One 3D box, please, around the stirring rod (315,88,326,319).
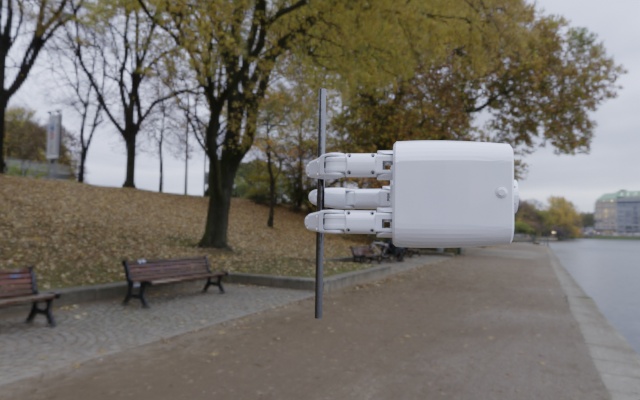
[{"bbox_3d":[0.000,0.002,0.502,0.011,0.239,0.011,1,-3,0],"label":"stirring rod"}]
